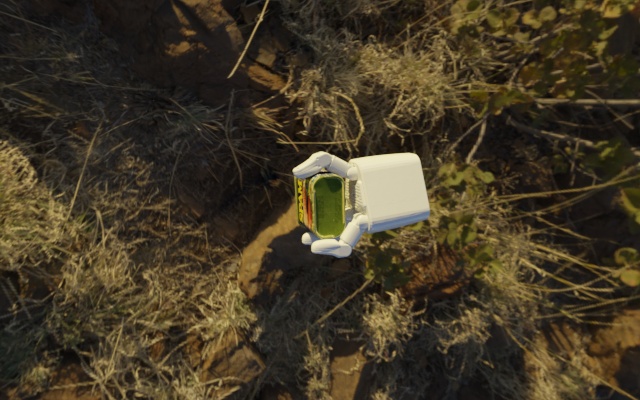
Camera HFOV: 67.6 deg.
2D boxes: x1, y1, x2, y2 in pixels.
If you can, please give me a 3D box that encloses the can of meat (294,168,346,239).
[{"bbox_3d":[0.000,0.002,0.740,0.057,0.102,0.084,-6,13,-18],"label":"can of meat"}]
